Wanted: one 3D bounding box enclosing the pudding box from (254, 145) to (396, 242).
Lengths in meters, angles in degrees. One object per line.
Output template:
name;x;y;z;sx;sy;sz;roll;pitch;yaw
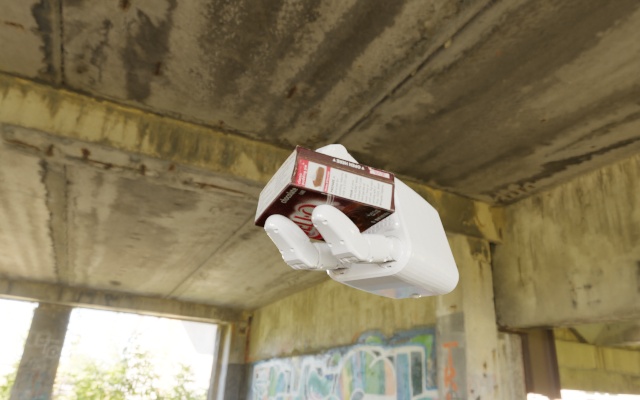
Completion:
pudding box;0.000;0.001;0.415;0.090;0.039;0.113;14;-26;-17
